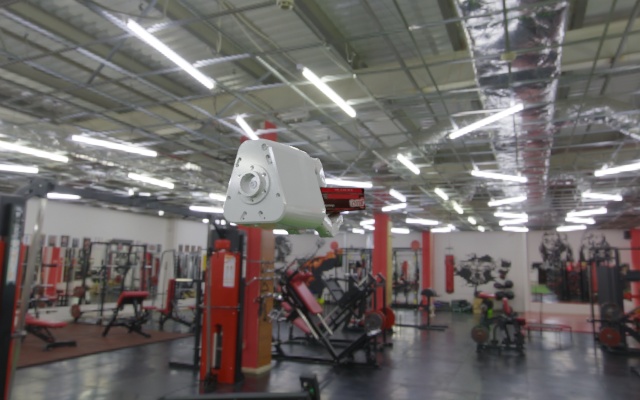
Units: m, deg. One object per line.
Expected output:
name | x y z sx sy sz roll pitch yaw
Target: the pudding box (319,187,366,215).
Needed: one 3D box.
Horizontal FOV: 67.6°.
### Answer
pudding box | 0.000 0.002 0.735 0.090 0.039 0.113 2 -4 -36
